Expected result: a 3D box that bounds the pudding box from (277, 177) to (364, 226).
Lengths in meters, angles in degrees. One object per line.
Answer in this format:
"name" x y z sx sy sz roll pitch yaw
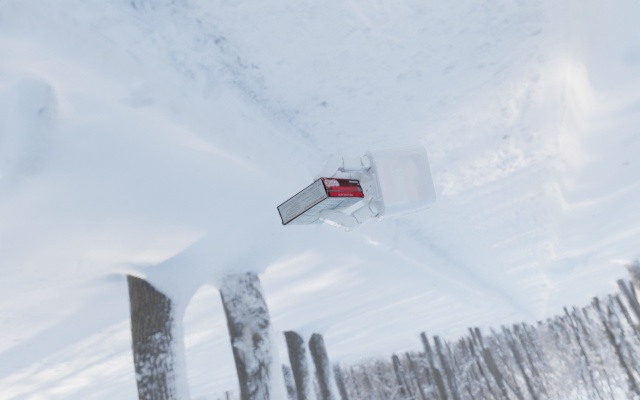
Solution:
"pudding box" 0.000 0.003 0.765 0.090 0.039 0.113 2 -28 -47
